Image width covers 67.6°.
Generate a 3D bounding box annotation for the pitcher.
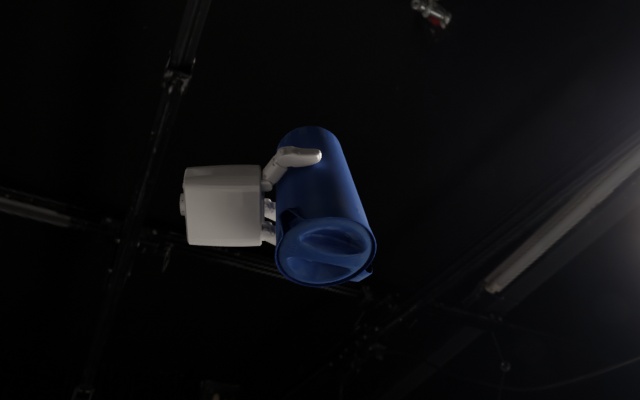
[{"bbox_3d":[0.000,0.002,0.711,0.145,0.149,0.242,-1,41,-8],"label":"pitcher"}]
